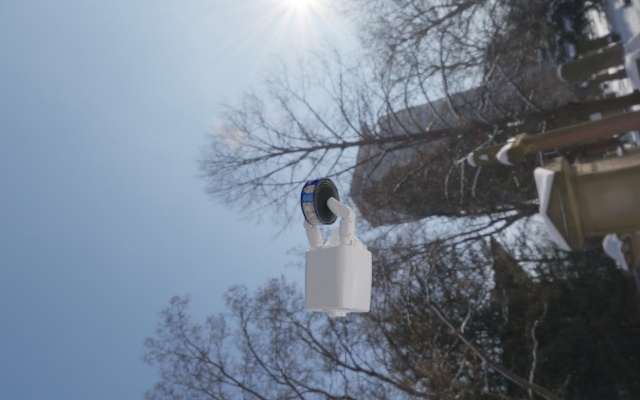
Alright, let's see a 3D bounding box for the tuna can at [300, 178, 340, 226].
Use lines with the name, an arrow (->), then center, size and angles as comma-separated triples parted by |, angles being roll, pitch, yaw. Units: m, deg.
tuna can -> 0.000, 0.003, 0.862 | 0.034, 0.086, 0.086 | -5, -3, 32
